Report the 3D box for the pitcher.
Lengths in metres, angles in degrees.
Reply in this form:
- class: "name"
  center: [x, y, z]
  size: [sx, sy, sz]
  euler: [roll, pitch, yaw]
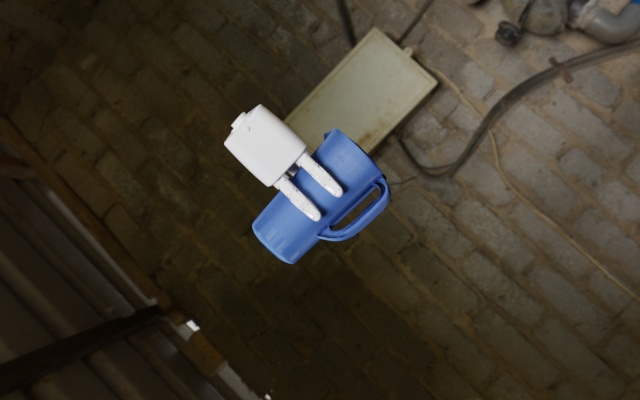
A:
- class: "pitcher"
  center: [0.000, 0.003, 0.865]
  size: [0.145, 0.243, 0.149]
  euler: [43, 3, -17]
